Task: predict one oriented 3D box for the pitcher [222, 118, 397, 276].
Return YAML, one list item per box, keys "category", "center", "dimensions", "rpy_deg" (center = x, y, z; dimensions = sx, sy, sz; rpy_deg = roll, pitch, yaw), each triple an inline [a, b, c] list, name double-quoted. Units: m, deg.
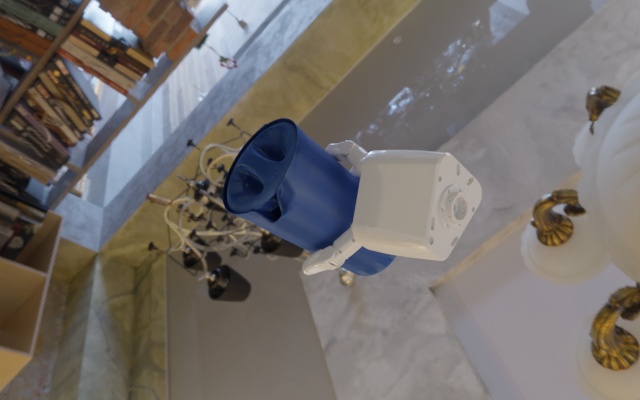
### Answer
- category: "pitcher"
  center: [0.000, 0.002, 0.645]
  dimensions: [0.243, 0.149, 0.145]
  rpy_deg: [35, -20, -36]
